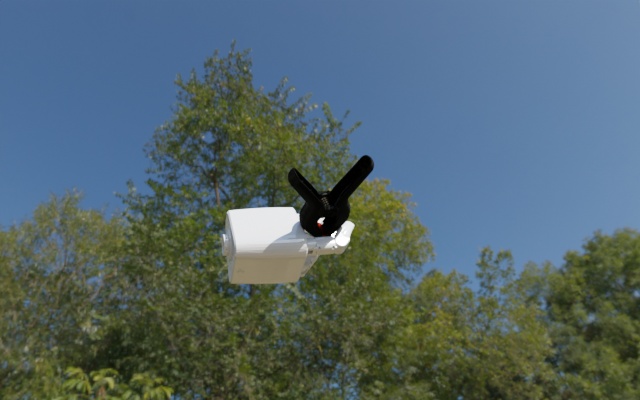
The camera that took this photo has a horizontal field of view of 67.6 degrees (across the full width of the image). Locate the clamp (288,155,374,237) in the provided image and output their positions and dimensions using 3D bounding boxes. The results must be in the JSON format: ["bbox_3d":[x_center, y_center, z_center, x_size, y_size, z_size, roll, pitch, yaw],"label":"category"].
[{"bbox_3d":[0.000,0.002,0.689,0.120,0.039,0.172,-1,-43,-18],"label":"clamp"}]
